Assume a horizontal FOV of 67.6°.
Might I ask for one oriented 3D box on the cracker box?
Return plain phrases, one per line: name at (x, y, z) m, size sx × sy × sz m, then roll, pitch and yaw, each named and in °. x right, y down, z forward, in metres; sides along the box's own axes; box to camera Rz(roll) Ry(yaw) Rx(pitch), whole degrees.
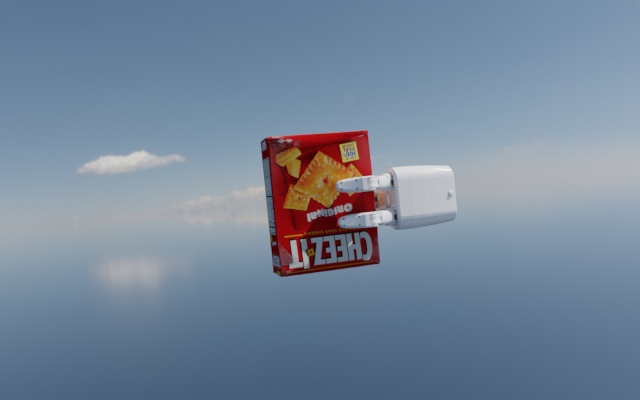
cracker box at (0.000, 0.002, 0.752) m, size 0.164 × 0.213 × 0.072 m, roll -6°, pitch 0°, yaw -15°
